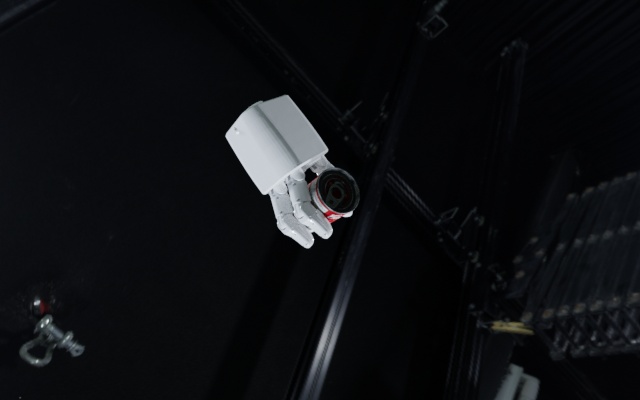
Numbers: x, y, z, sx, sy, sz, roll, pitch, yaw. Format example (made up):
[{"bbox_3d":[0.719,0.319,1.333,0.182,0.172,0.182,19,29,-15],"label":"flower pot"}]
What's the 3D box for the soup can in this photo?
[{"bbox_3d":[0.000,0.003,0.696,0.068,0.068,0.102,0,-19,-32],"label":"soup can"}]
